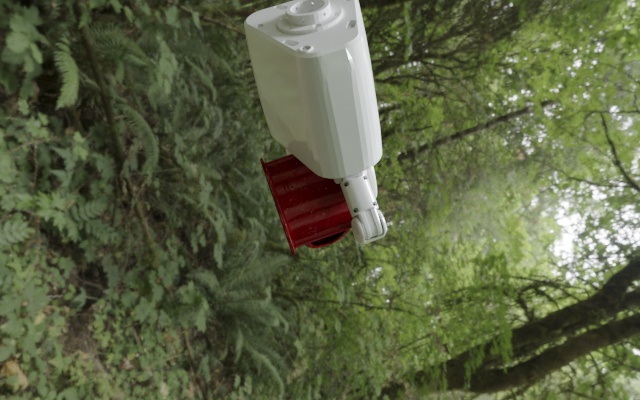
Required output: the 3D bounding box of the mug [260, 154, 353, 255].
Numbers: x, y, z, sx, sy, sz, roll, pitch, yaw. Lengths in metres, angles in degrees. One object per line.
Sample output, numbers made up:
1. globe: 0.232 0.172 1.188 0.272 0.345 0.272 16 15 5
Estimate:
1. mug: 0.001 0.002 0.446 0.081 0.117 0.093 -19 43 -5
